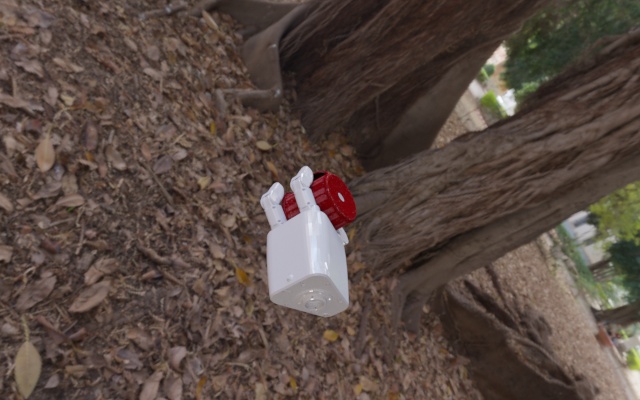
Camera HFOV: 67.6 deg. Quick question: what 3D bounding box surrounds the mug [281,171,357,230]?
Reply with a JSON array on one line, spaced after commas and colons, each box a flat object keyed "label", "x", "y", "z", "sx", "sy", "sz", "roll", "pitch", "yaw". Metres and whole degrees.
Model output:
[{"label": "mug", "x": 0.000, "y": 0.001, "z": 0.737, "sx": 0.081, "sy": 0.117, "sz": 0.093, "roll": -29, "pitch": -46, "yaw": 25}]
